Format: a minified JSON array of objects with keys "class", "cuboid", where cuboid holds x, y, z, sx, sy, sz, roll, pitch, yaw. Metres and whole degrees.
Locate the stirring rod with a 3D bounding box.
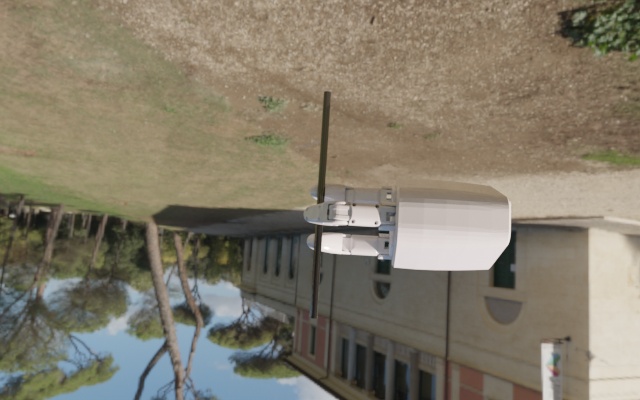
[{"class":"stirring rod","cuboid":[0.000,0.002,0.505,0.011,0.239,0.011,4,-7,0]}]
